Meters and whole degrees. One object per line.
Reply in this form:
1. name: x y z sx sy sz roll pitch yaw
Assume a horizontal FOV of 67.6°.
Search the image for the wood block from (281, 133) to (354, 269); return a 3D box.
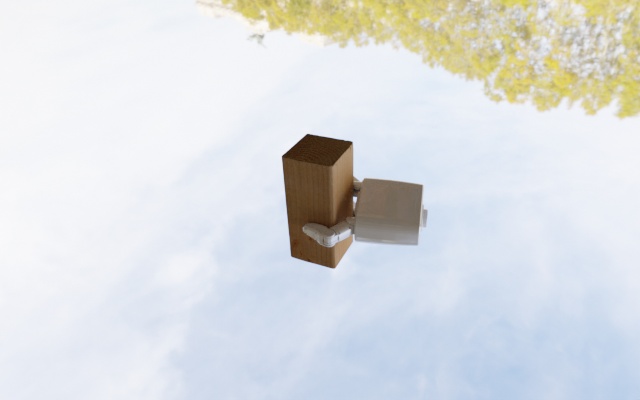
1. wood block: 0.000 0.003 0.815 0.090 0.206 0.090 13 37 22
